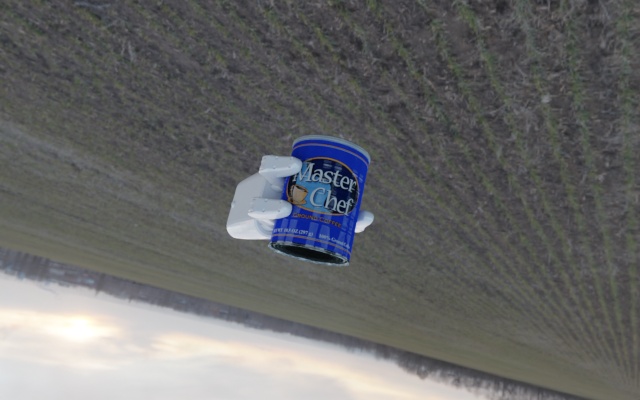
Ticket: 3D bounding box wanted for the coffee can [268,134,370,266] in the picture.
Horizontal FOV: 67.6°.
[{"bbox_3d":[0.000,0.002,0.603,0.103,0.140,0.103,12,-16,3],"label":"coffee can"}]
